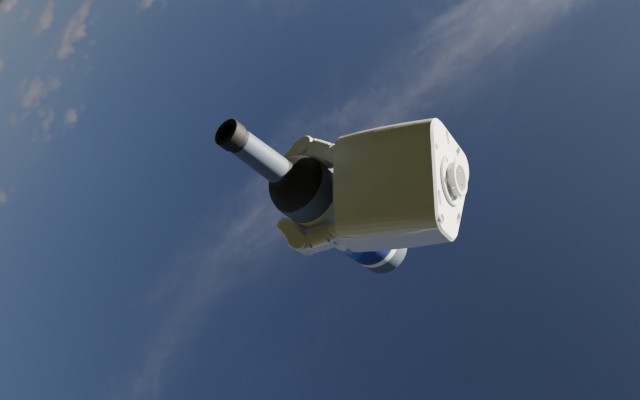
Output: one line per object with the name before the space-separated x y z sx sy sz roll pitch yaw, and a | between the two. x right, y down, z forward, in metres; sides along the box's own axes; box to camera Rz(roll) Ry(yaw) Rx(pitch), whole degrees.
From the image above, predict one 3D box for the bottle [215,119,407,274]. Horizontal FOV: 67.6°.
bottle | 0.000 0.002 0.525 0.069 0.069 0.296 0 -25 39
